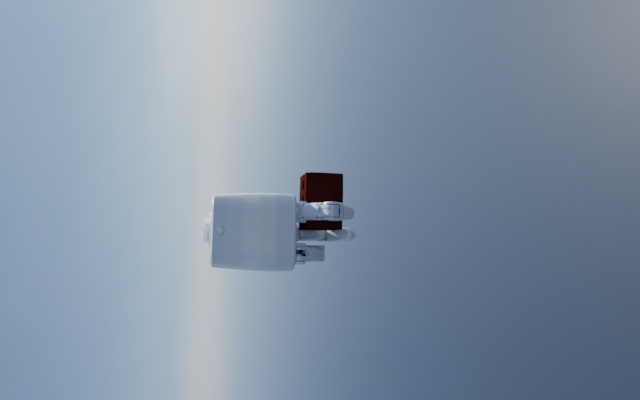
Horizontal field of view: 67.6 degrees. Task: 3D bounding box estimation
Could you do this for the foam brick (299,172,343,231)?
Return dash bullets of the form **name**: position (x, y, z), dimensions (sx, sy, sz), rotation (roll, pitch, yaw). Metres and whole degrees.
- **foam brick**: position (0.000, 0.002, 0.653), dimensions (0.051, 0.078, 0.053), rotation (2, -5, -11)
